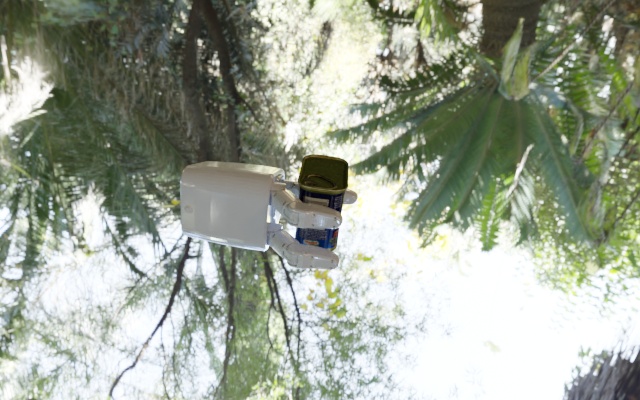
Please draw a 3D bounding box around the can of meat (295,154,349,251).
[{"bbox_3d":[0.000,0.002,0.579,0.057,0.084,0.102,7,26,0],"label":"can of meat"}]
